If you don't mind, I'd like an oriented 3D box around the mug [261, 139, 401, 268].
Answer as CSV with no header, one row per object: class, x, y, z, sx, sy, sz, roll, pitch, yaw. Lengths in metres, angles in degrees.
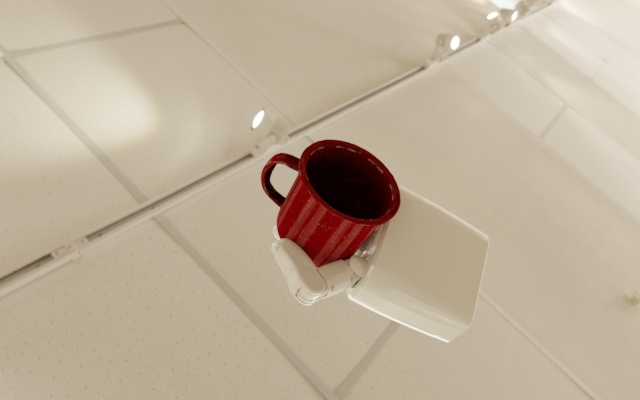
mug,-0.001,0.001,0.423,0.117,0.093,0.081,28,-46,-5
